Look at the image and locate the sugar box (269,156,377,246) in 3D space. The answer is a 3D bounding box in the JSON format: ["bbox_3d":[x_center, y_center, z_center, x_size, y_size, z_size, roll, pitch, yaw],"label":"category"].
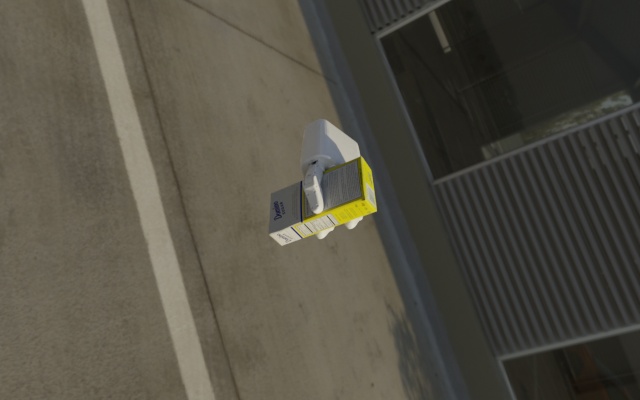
[{"bbox_3d":[0.000,0.003,0.782,0.176,0.093,0.048,-23,-45,23],"label":"sugar box"}]
